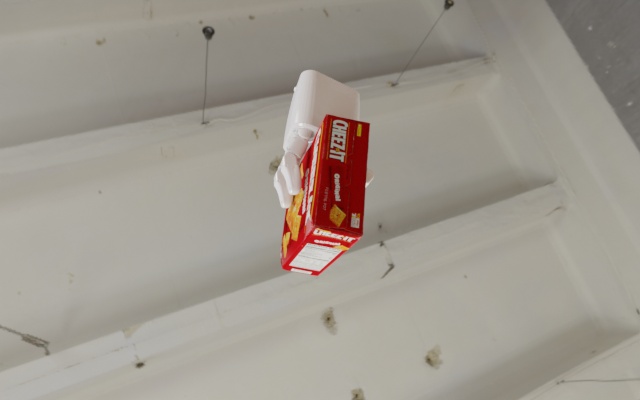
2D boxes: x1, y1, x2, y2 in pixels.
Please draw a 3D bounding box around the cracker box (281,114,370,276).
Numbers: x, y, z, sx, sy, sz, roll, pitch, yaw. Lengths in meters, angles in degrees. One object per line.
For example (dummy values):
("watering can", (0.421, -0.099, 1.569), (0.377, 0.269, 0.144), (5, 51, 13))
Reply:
("cracker box", (0.000, 0.002, 0.691), (0.072, 0.164, 0.214), (11, -24, -11))
